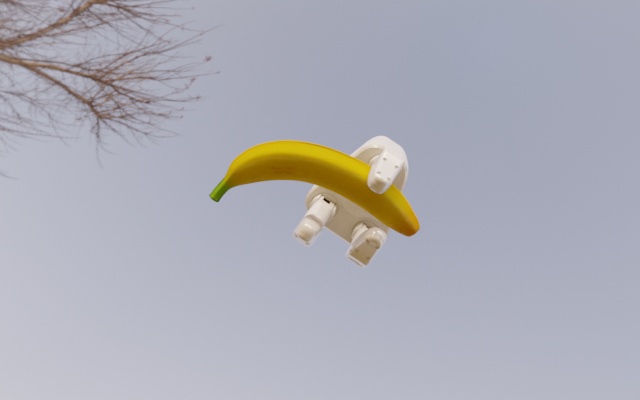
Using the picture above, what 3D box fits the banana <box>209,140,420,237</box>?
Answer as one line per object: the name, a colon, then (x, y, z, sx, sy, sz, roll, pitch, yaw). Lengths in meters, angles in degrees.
banana: (0.000, -0.017, 0.447, 0.198, 0.069, 0.037, 10, 10, 3)
